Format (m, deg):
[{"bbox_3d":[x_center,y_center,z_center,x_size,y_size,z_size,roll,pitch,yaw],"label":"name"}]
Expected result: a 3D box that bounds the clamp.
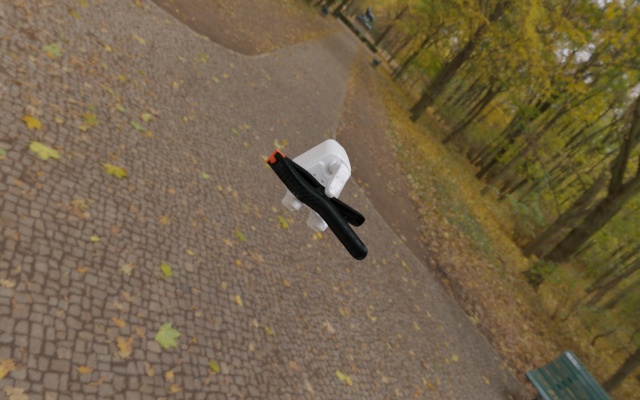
[{"bbox_3d":[0.000,0.001,0.754,0.210,0.036,0.164,41,14,-15],"label":"clamp"}]
